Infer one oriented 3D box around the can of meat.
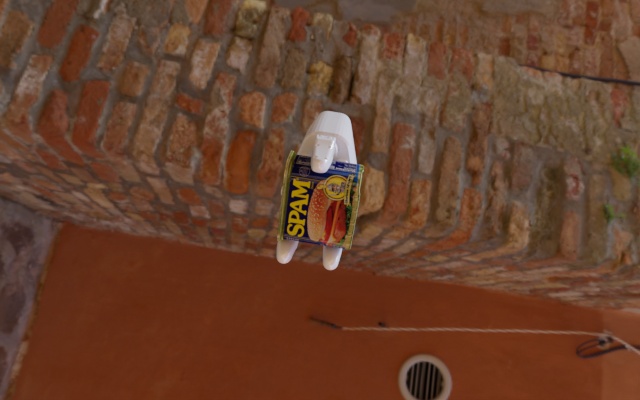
[{"bbox_3d":[0.000,0.002,0.540,0.084,0.102,0.057,9,24,2],"label":"can of meat"}]
